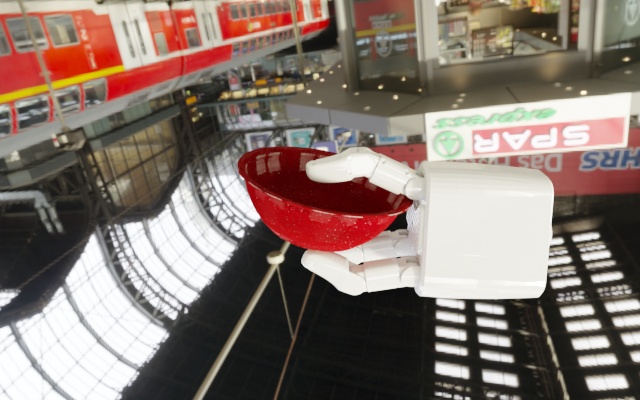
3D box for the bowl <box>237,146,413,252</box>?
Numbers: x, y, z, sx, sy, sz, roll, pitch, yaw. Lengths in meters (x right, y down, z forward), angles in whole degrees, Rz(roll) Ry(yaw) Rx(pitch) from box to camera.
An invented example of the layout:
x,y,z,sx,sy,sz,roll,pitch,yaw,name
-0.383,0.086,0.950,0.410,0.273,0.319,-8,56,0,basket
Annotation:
x,y,z,sx,sy,sz,roll,pitch,yaw,name
-0.001,0.001,0.443,0.162,0.055,0.162,11,22,-5,bowl
